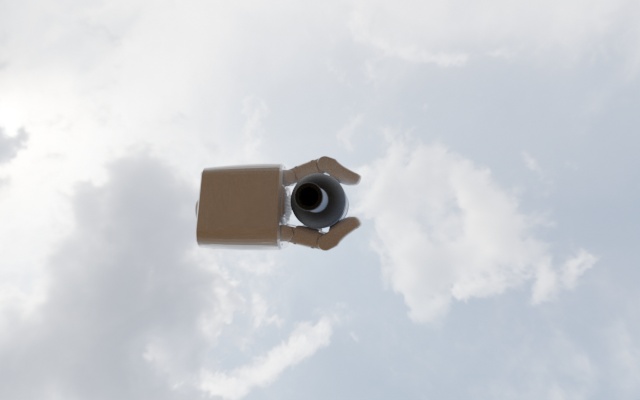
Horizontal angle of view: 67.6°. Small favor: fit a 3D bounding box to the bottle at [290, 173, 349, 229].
[{"bbox_3d":[0.000,0.002,0.604,0.069,0.069,0.296,0,-2,5],"label":"bottle"}]
